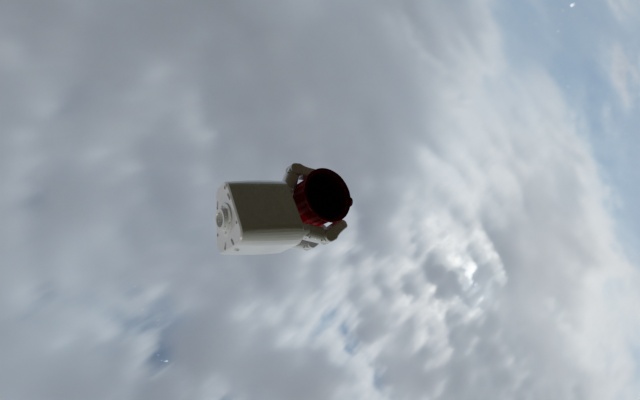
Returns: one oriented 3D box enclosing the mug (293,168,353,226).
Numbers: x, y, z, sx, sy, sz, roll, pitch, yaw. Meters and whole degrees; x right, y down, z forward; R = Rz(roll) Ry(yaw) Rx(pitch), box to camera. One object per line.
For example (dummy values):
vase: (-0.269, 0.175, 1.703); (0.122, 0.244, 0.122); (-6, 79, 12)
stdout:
mug: (0.001, 0.003, 0.813); (0.117, 0.093, 0.081); (2, -18, -35)
